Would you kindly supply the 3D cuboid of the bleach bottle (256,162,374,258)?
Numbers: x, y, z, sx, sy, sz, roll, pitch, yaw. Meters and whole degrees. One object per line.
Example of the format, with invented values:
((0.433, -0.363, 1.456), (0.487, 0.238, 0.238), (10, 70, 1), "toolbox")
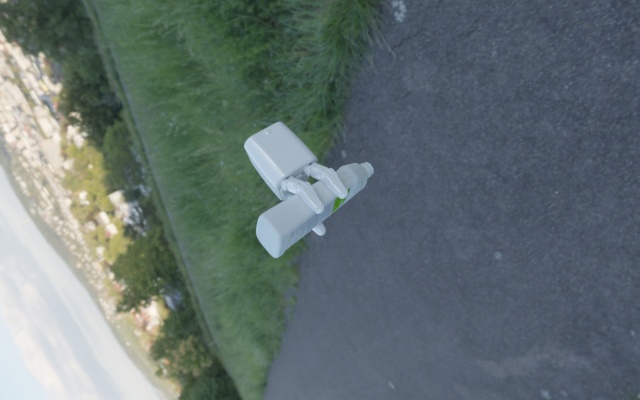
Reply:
((0.000, 0.003, 0.892), (0.250, 0.068, 0.103), (-33, -18, -27), "bleach bottle")
